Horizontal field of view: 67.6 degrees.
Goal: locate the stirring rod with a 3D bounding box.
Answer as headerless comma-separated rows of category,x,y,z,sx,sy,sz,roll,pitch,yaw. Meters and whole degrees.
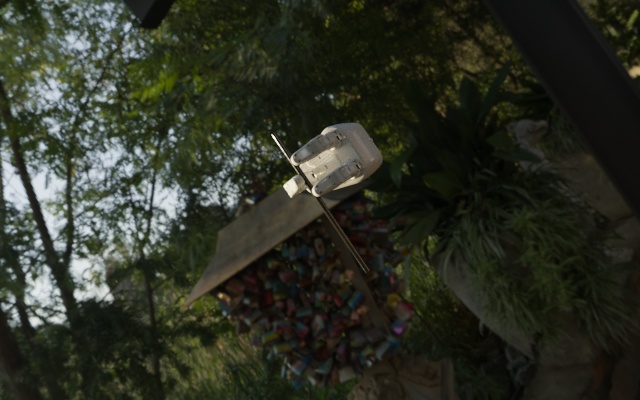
stirring rod,0.000,0.002,0.687,0.011,0.239,0.011,-34,-2,-1
